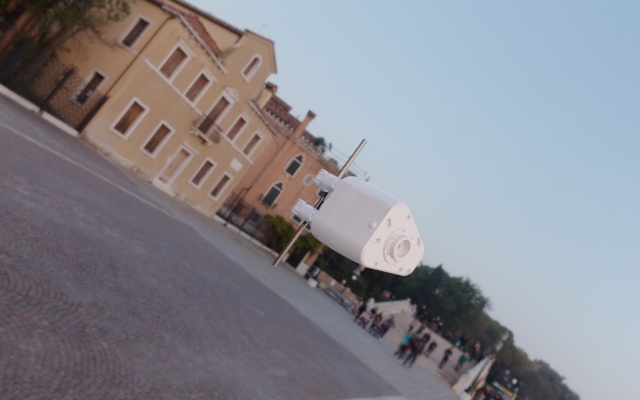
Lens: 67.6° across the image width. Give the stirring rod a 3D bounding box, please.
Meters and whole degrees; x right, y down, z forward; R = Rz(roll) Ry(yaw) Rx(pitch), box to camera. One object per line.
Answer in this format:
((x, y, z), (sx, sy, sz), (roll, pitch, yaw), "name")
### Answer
((0.000, 0.003, 0.735), (0.011, 0.239, 0.011), (36, -6, 4), "stirring rod")
